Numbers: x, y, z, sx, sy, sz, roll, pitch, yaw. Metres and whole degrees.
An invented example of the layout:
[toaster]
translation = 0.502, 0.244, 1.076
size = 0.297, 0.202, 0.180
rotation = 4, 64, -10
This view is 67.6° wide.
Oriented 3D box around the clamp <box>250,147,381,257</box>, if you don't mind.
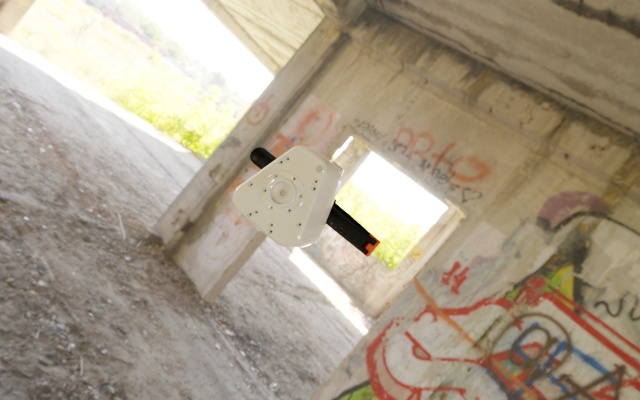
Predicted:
[clamp]
translation = 0.001, 0.002, 0.702
size = 0.210, 0.036, 0.164
rotation = 40, 6, 9
